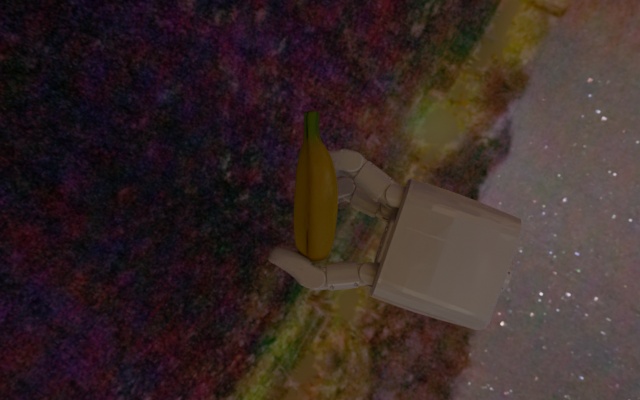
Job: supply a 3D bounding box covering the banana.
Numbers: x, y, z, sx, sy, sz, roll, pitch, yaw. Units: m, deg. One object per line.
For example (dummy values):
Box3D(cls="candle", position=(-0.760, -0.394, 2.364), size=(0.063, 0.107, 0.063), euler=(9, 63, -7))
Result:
Box3D(cls="banana", position=(-0.003, 0.014, 0.434), size=(0.037, 0.069, 0.198), euler=(8, -37, 4))
